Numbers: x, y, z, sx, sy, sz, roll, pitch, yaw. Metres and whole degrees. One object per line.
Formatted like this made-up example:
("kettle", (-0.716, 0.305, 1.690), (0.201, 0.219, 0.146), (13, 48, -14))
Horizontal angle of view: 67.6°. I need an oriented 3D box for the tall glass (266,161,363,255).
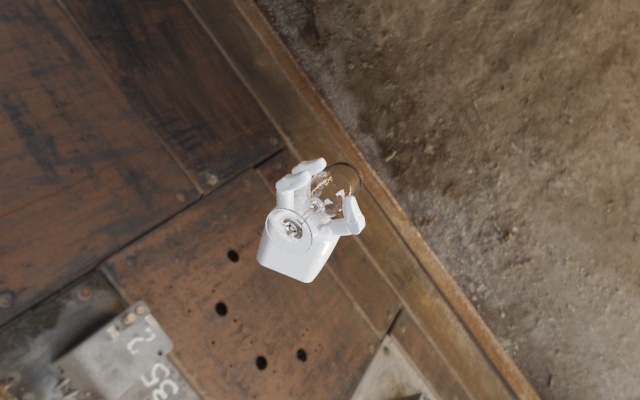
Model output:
("tall glass", (0.000, 0.003, 0.738), (0.079, 0.079, 0.201), (0, 25, 30))
